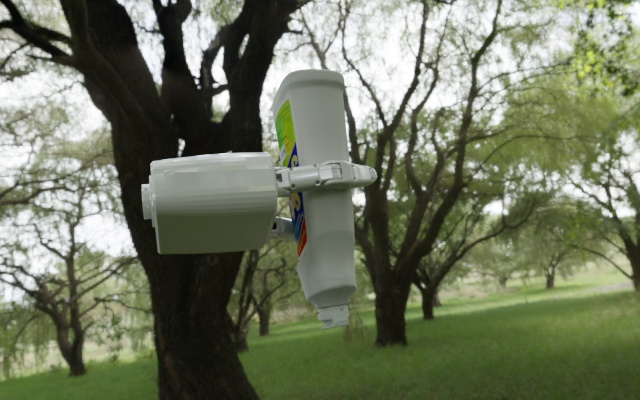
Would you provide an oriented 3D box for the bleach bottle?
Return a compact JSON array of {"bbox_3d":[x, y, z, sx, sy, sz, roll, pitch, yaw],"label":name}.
[{"bbox_3d":[0.000,0.002,0.491,0.068,0.250,0.102,-4,-14,-19],"label":"bleach bottle"}]
